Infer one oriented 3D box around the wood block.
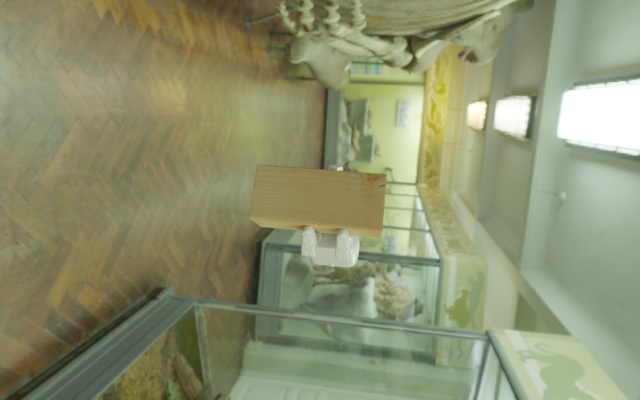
[{"bbox_3d":[0.000,0.002,0.775,0.206,0.091,0.090,5,-12,7],"label":"wood block"}]
